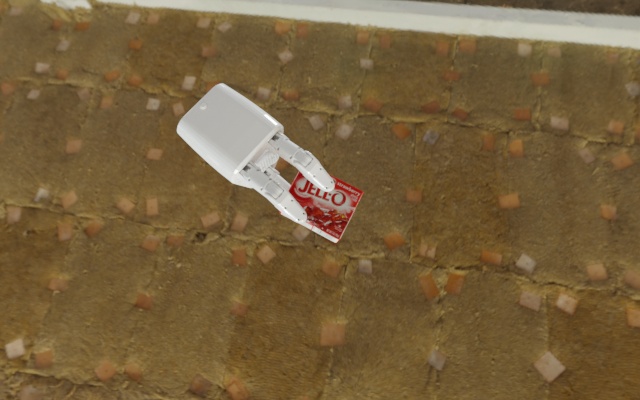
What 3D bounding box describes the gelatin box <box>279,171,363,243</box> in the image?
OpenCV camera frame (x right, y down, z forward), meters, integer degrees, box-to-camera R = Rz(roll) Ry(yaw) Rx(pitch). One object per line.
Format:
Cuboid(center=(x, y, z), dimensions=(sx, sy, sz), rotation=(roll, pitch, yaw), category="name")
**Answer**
Cuboid(center=(0.000, 0.002, 0.626), dimensions=(0.089, 0.073, 0.030), rotation=(28, -15, 0), category="gelatin box")
